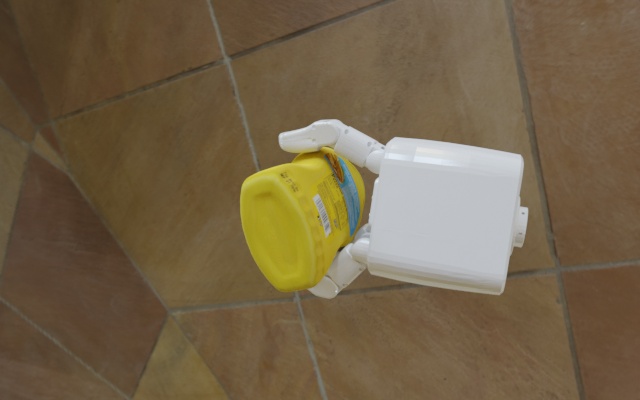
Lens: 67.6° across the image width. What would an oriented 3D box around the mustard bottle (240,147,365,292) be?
[{"bbox_3d":[0.000,0.002,0.438,0.058,0.096,0.191,-16,9,24],"label":"mustard bottle"}]
